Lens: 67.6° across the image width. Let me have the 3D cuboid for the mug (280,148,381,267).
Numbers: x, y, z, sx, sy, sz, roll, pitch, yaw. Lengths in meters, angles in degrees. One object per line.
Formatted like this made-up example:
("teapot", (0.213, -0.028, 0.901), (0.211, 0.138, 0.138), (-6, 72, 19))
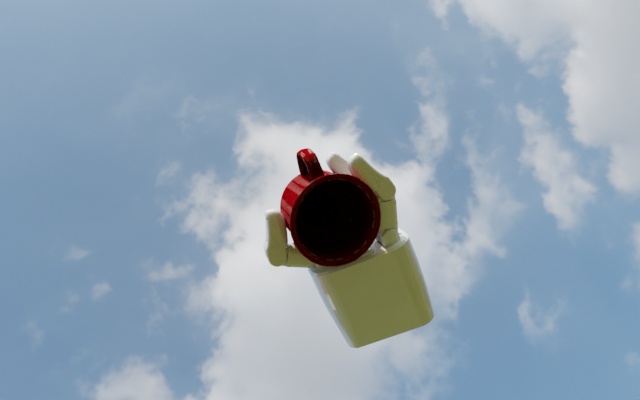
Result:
("mug", (-0.001, 0.000, 0.495), (0.093, 0.117, 0.081), (-25, 17, -10))
